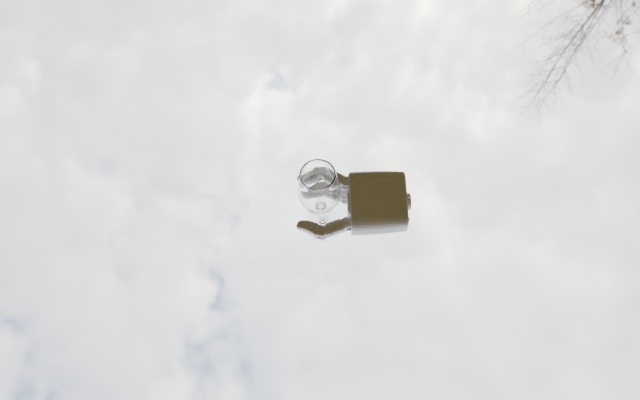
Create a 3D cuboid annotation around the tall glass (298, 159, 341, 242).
[{"bbox_3d":[0.000,0.003,0.888,0.079,0.079,0.201,0,-28,4],"label":"tall glass"}]
